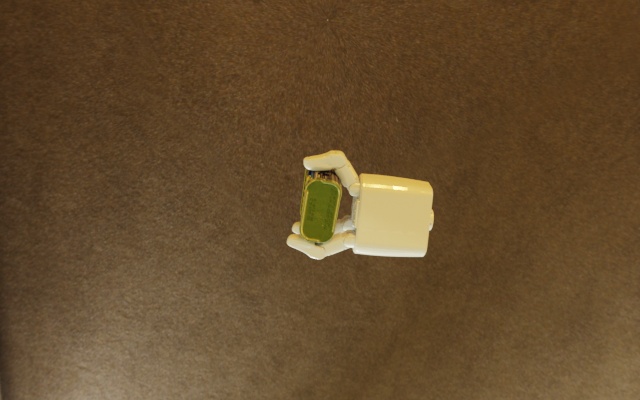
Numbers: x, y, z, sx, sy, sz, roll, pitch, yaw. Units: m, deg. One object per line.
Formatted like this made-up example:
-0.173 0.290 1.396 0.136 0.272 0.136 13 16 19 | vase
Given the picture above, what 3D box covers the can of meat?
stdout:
0.000 0.002 0.709 0.057 0.102 0.084 8 21 -3 | can of meat
